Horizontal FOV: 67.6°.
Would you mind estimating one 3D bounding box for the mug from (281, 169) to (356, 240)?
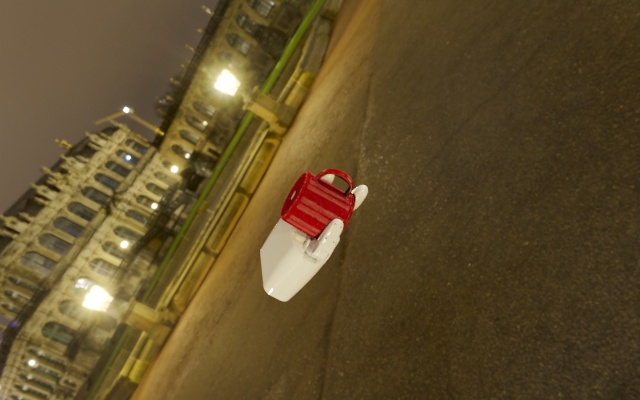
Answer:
[{"bbox_3d":[0.001,0.001,0.702,0.081,0.117,0.093,29,31,-14],"label":"mug"}]
